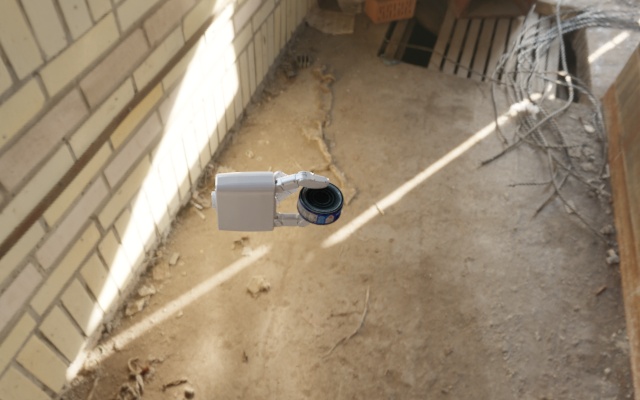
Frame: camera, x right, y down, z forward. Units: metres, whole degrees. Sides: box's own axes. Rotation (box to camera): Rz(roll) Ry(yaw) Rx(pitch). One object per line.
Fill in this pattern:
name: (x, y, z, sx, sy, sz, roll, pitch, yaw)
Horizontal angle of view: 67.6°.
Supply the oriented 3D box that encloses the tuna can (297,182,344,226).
tuna can: (0.000, 0.003, 0.887, 0.086, 0.086, 0.034, 0, -41, -12)
